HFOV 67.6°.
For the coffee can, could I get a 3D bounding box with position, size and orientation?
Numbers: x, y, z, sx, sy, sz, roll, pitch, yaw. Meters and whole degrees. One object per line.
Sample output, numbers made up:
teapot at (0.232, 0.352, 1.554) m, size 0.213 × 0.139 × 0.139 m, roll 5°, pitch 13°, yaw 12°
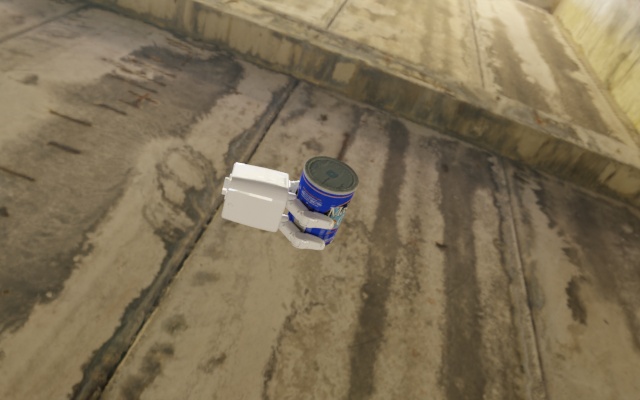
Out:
coffee can at (0.000, 0.003, 0.892) m, size 0.103 × 0.140 × 0.102 m, roll 13°, pitch 38°, yaw -11°
